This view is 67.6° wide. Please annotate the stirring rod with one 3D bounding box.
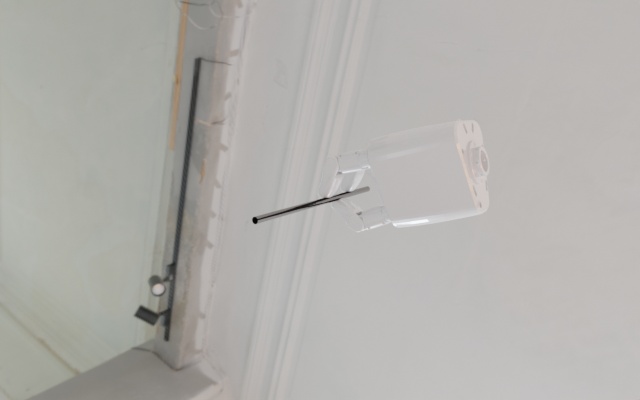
[{"bbox_3d":[0.000,0.002,0.590,0.011,0.011,0.239,0,9,35],"label":"stirring rod"}]
